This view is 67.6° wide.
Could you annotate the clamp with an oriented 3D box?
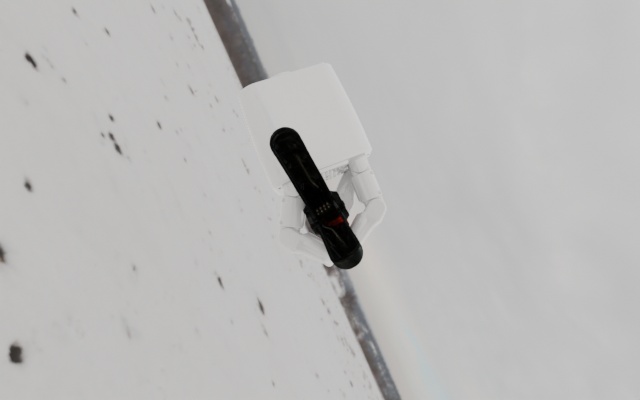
[{"bbox_3d":[0.001,0.001,0.424,0.039,0.120,0.171,-23,-5,0],"label":"clamp"}]
